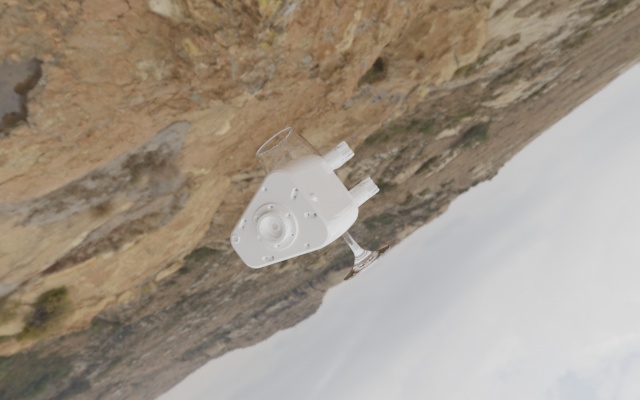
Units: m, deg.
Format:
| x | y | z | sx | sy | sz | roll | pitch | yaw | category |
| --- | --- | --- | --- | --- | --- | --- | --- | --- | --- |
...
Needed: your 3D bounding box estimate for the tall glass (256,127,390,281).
| x | y | z | sx | sy | sz | roll | pitch | yaw | category |
| --- | --- | --- | --- | --- | --- | --- | --- | --- | --- |
| 0.001 | 0.003 | 0.619 | 0.079 | 0.201 | 0.079 | -37 | -1 | -1 | tall glass |
